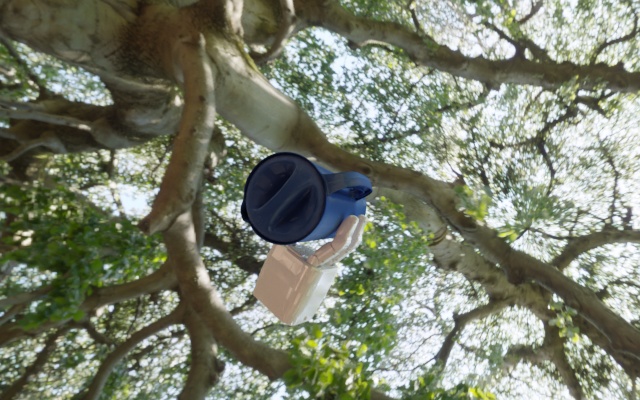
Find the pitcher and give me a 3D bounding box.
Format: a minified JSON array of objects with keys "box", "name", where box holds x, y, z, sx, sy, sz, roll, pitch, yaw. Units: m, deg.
[{"box":[0.000,0.003,0.776,0.149,0.145,0.243,29,8,22],"name":"pitcher"}]
